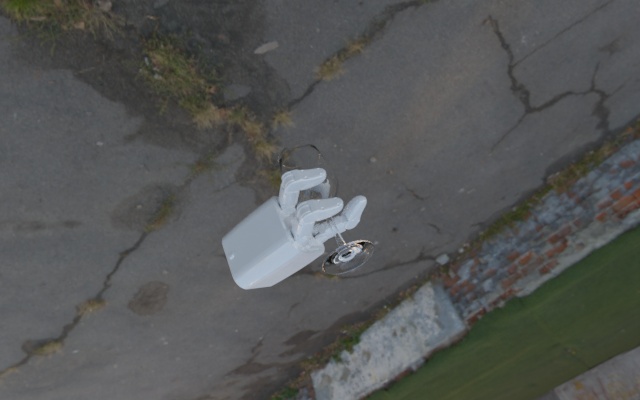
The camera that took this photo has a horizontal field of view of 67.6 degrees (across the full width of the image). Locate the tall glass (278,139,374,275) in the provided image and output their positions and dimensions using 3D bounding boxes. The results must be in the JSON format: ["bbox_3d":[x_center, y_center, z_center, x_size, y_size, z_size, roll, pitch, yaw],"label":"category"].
[{"bbox_3d":[0.001,0.003,0.682,0.079,0.201,0.079,-18,-34,-13],"label":"tall glass"}]
